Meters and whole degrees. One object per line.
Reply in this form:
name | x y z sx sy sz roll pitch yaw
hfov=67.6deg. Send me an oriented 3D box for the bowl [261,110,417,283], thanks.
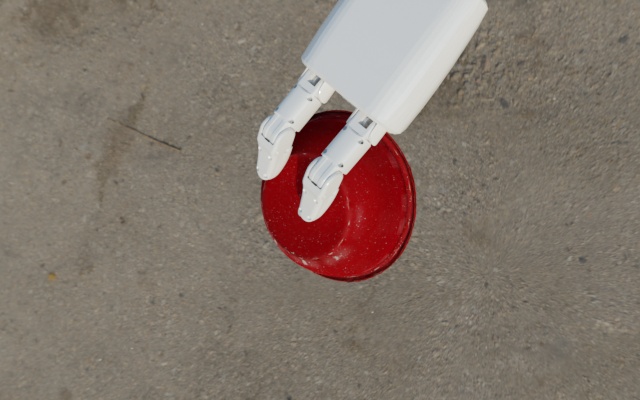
bowl | -0.001 0.003 0.425 0.162 0.162 0.055 0 9 34
